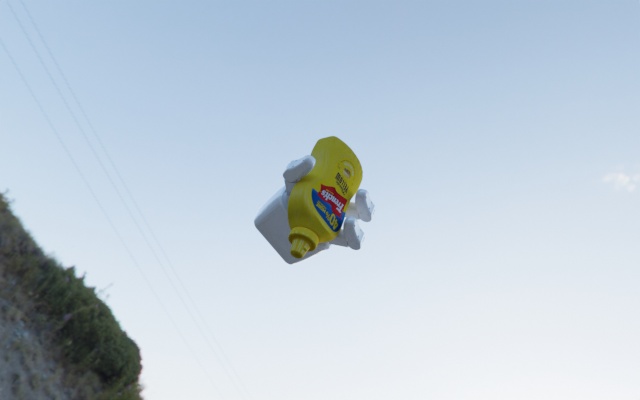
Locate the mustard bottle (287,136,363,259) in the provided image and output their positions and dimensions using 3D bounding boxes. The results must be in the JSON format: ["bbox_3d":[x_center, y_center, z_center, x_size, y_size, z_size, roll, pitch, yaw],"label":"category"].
[{"bbox_3d":[0.000,0.002,0.688,0.058,0.191,0.096,-7,-47,37],"label":"mustard bottle"}]
